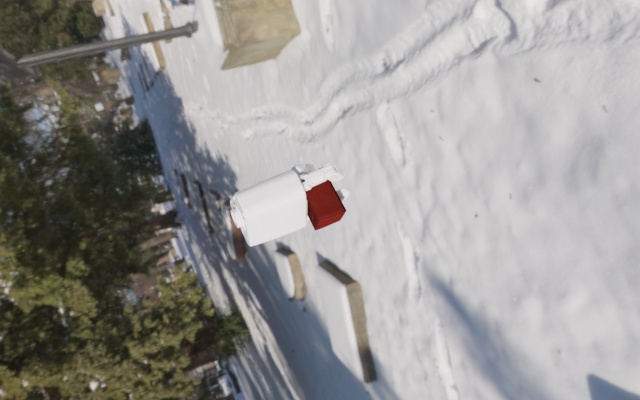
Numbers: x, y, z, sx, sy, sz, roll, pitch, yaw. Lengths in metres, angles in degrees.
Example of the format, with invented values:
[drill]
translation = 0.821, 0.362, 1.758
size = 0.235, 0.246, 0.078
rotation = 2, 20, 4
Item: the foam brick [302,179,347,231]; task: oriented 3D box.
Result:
[foam brick]
translation = 0.000, 0.003, 0.813
size = 0.051, 0.078, 0.053
rotation = -22, -18, -18
